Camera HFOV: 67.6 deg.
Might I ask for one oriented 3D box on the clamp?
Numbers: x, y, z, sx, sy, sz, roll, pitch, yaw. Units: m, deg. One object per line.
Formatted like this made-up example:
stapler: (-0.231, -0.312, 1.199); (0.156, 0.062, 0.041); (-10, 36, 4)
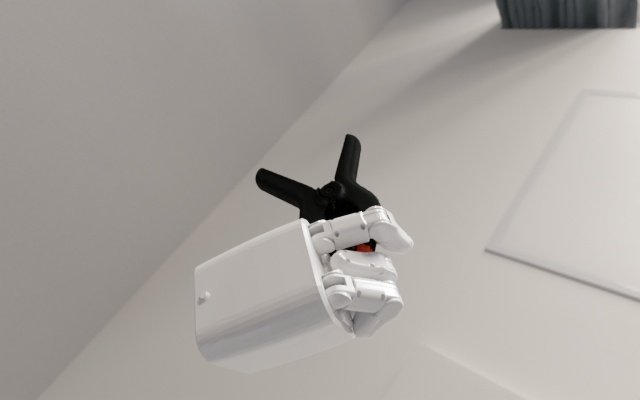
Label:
clamp: (0.000, 0.002, 0.472); (0.120, 0.039, 0.171); (-21, 41, 4)
